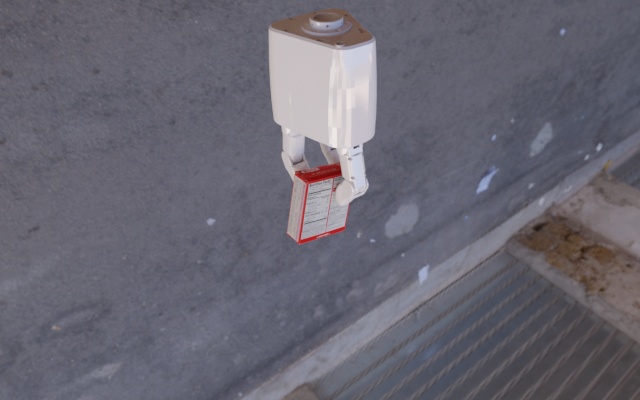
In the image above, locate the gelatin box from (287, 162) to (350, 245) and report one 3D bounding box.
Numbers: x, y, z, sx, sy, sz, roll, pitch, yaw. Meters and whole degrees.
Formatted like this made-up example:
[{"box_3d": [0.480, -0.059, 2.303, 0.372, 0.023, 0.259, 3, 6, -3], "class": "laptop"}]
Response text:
[{"box_3d": [0.000, 0.002, 0.575, 0.073, 0.089, 0.030, -15, 37, -36], "class": "gelatin box"}]
